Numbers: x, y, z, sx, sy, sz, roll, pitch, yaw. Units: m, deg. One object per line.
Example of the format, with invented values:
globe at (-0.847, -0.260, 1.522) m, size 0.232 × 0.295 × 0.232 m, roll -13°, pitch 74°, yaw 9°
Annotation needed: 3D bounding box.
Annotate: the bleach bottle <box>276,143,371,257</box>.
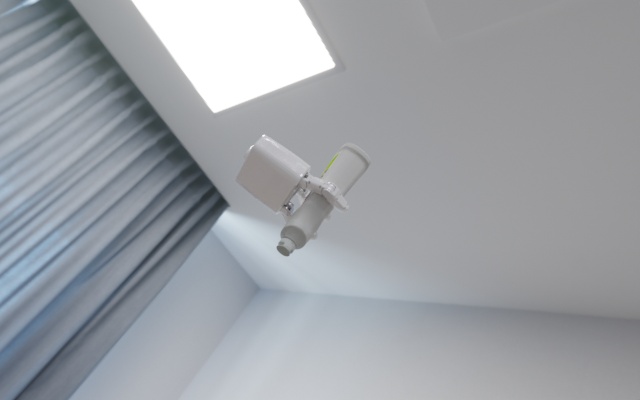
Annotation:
bleach bottle at (0.000, 0.003, 0.897) m, size 0.068 × 0.250 × 0.103 m, roll 38°, pitch -35°, yaw -1°
